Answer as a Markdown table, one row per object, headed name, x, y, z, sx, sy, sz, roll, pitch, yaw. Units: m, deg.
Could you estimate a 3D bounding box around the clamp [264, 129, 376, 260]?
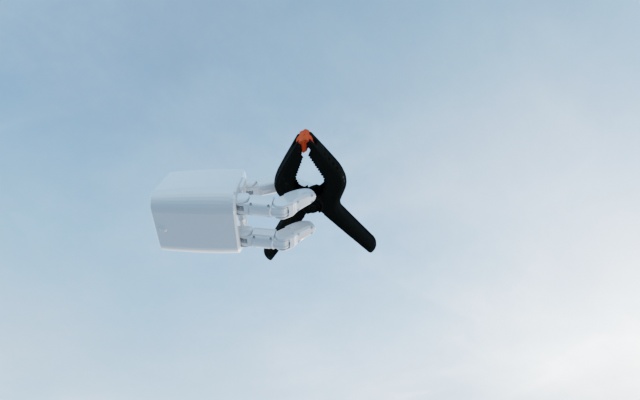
| name | x | y | z | sx | sy | sz | roll | pitch | yaw |
| --- | --- | --- | --- | --- | --- | --- | --- | --- | --- |
| clamp | 0.000 | 0.001 | 0.649 | 0.164 | 0.210 | 0.036 | 0 | 37 | -1 |
